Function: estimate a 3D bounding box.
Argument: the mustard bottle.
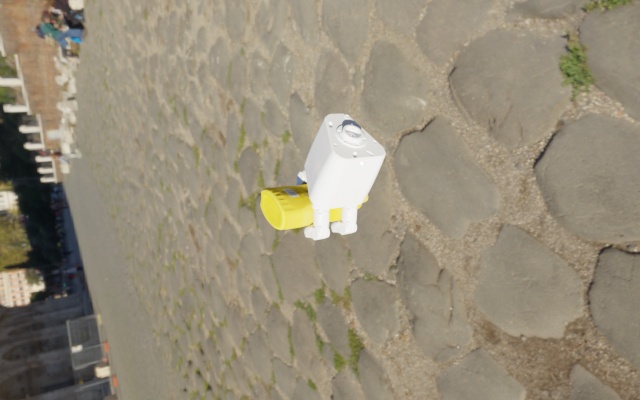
[{"bbox_3d":[0.000,0.003,0.828,0.191,0.058,0.096,-8,27,-29],"label":"mustard bottle"}]
